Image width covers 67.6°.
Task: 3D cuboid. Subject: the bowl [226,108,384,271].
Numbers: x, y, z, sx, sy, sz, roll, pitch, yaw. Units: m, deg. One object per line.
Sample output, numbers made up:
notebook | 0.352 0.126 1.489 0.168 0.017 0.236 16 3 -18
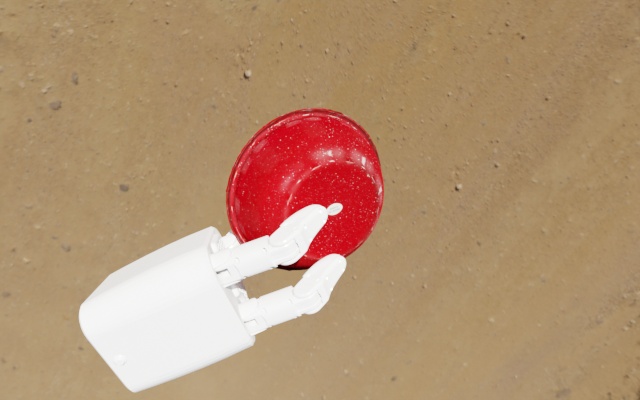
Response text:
bowl | 0.001 0.001 0.433 0.162 0.162 0.055 0 19 -27
